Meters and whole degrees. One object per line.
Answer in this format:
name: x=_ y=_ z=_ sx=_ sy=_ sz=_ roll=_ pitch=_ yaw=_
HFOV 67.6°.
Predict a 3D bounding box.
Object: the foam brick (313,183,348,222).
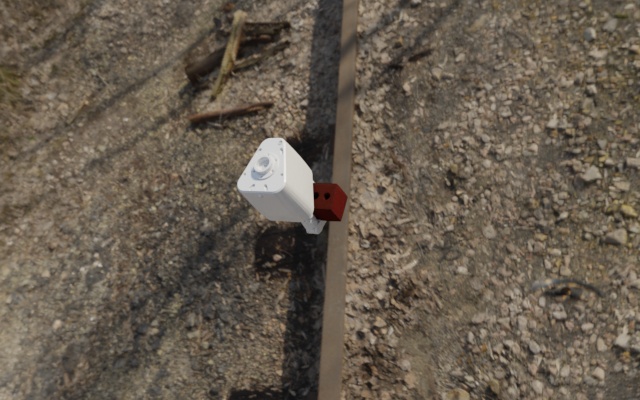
foam brick: x=0.000 y=0.003 z=0.860 sx=0.078 sy=0.053 sz=0.051 roll=2 pitch=-26 yaw=26
